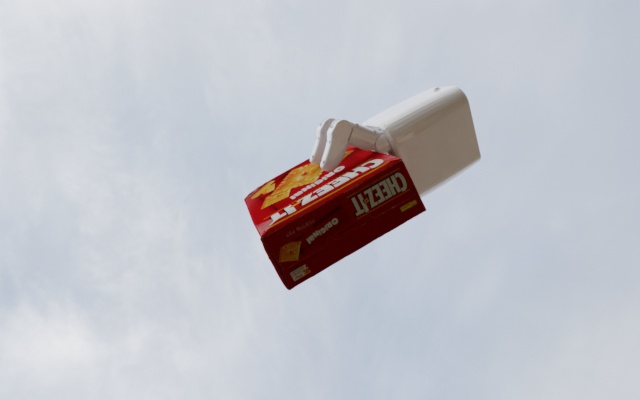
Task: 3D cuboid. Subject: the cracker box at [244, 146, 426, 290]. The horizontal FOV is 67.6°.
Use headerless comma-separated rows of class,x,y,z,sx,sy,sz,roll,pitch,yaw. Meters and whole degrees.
cracker box,0.000,0.002,0.567,0.164,0.072,0.213,-30,16,-6
